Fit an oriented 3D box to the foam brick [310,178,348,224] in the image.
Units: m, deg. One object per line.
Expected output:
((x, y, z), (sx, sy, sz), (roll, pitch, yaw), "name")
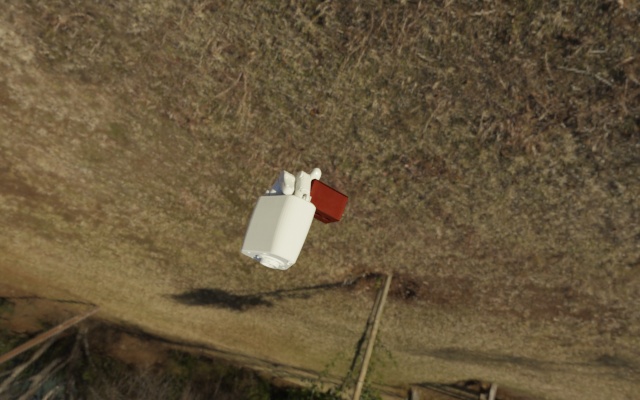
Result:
((0.000, 0.003, 0.870), (0.078, 0.051, 0.053), (28, -22, -24), "foam brick")
